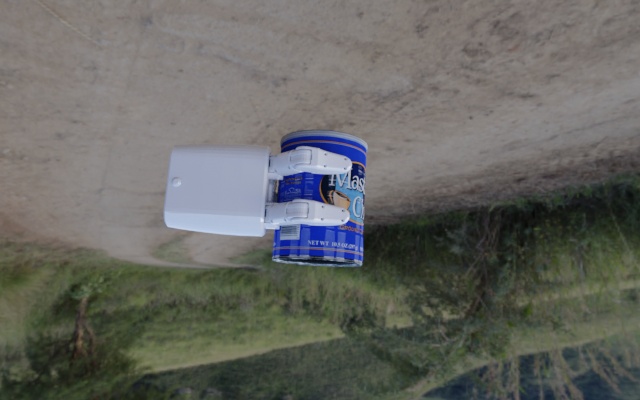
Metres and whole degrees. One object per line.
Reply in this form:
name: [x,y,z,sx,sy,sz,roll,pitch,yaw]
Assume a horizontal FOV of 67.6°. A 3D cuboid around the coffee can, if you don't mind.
coffee can: [0.000,0.002,0.549,0.103,0.140,0.103,3,-11,1]
